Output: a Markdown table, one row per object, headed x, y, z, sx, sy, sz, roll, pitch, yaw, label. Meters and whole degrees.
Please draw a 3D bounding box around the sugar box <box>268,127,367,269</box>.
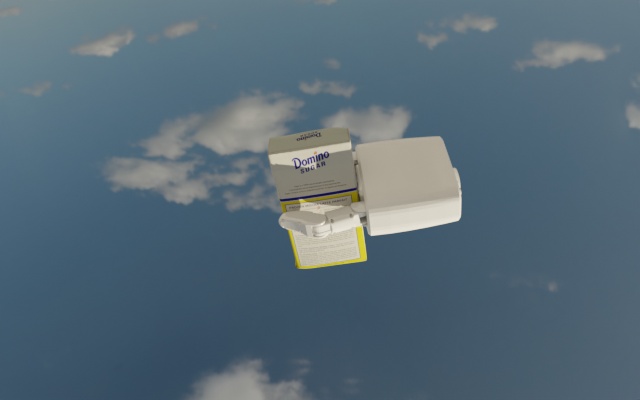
| x | y | z | sx | sy | sz | roll | pitch | yaw | label |
| --- | --- | --- | --- | --- | --- | --- | --- | --- | --- |
| 0.000 | 0.002 | 0.575 | 0.093 | 0.176 | 0.048 | -8 | 33 | 3 | sugar box |
